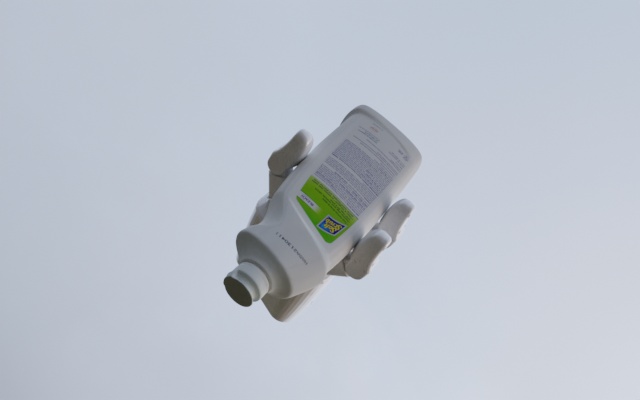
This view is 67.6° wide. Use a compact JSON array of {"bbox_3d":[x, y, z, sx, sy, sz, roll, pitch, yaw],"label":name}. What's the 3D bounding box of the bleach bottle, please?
[{"bbox_3d":[0.000,0.001,0.443,0.250,0.102,0.068,-42,-10,-43],"label":"bleach bottle"}]
